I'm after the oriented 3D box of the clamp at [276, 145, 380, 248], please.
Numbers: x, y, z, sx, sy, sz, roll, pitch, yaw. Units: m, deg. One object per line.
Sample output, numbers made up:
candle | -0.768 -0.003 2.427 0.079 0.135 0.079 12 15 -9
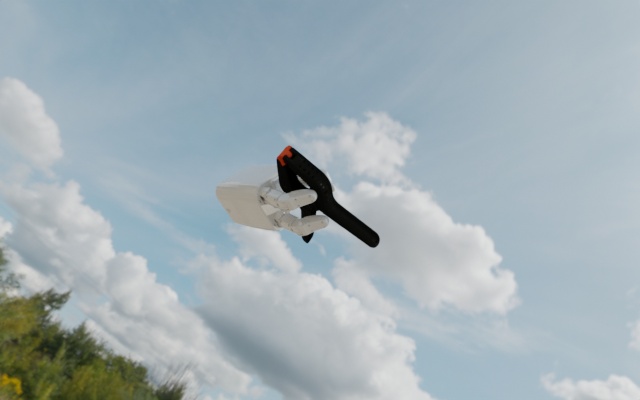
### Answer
clamp | 0.000 0.002 0.771 0.164 0.210 0.036 5 46 37
